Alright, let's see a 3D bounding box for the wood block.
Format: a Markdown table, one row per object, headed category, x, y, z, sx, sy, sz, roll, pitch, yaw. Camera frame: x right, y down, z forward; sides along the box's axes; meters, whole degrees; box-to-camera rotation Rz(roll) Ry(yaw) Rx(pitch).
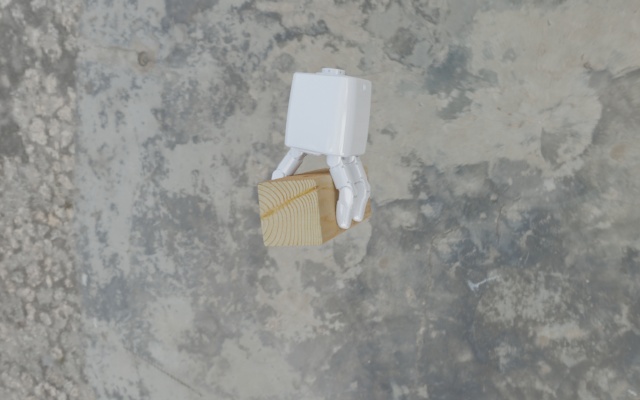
| category | x | y | z | sx | sy | sz | roll | pitch | yaw |
| --- | --- | --- | --- | --- | --- | --- | --- | --- | --- |
| wood block | 0.000 | 0.002 | 0.723 | 0.091 | 0.090 | 0.206 | -3 | 7 | 25 |
